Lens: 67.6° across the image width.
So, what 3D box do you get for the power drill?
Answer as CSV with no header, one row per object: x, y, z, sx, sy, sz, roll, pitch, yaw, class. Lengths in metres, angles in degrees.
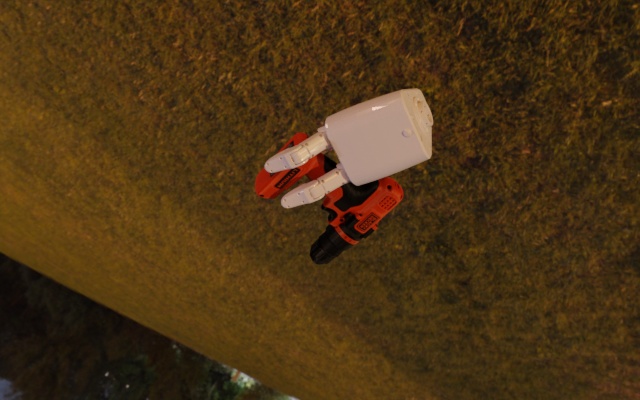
0.000,0.002,0.696,0.188,0.184,0.057,32,24,-29,power drill
